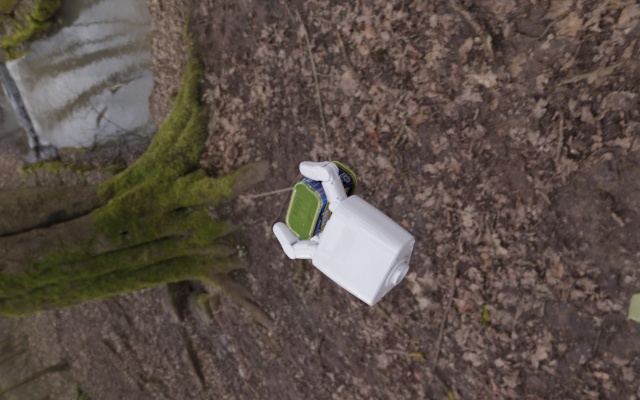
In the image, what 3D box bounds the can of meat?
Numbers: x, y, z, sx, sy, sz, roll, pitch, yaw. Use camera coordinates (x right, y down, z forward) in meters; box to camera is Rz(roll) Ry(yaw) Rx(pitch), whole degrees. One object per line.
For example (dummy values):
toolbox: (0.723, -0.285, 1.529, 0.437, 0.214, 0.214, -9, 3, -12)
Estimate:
can of meat: (0.000, 0.002, 0.713, 0.057, 0.102, 0.084, 37, 44, 22)
